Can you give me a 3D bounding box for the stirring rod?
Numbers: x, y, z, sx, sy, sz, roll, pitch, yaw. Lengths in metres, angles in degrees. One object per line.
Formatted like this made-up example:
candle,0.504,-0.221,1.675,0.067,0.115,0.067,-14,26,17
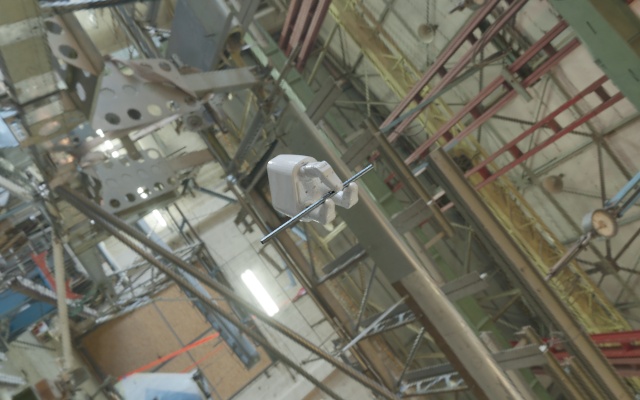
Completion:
stirring rod,0.000,0.003,0.781,0.239,0.011,0.011,-34,16,-25
